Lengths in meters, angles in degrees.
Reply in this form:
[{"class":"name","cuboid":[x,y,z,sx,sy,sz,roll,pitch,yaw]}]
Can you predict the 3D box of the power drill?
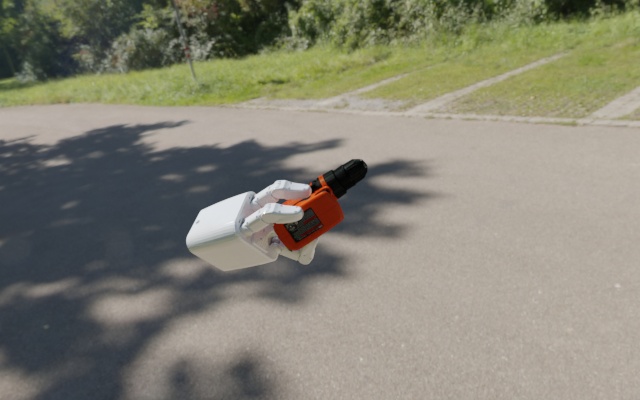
[{"class":"power drill","cuboid":[0.000,0.003,0.781,0.184,0.057,0.187,-35,8,11]}]
